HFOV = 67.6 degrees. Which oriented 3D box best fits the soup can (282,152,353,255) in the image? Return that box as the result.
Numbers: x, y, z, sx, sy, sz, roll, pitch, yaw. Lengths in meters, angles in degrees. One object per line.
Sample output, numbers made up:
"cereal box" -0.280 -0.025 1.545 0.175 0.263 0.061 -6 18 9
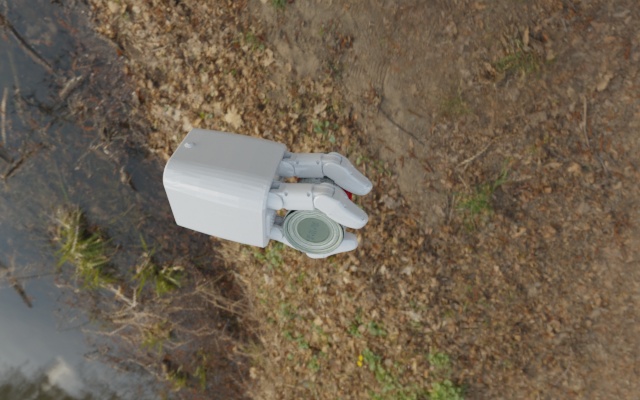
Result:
"soup can" 0.001 0.002 0.534 0.068 0.069 0.102 0 39 12
